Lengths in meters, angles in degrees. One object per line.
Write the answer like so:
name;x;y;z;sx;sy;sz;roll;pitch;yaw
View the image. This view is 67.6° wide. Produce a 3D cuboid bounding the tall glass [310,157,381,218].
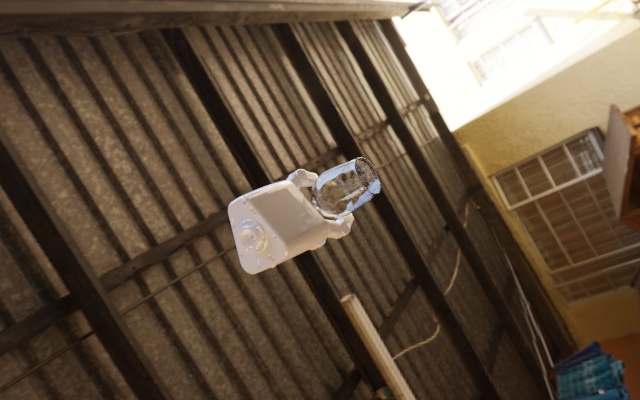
tall glass;0.000;0.003;0.770;0.201;0.079;0.079;-29;-17;34
